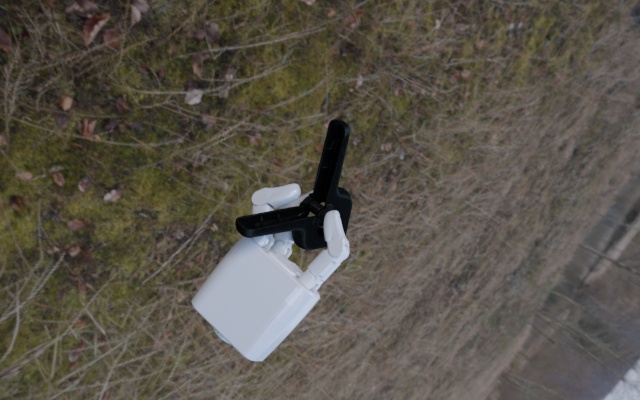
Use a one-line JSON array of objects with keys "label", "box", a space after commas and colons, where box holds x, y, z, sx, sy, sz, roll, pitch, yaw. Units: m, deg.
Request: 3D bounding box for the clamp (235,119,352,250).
[{"label": "clamp", "box": [0.001, 0.003, 0.586, 0.036, 0.164, 0.210, 41, -1, 28]}]
